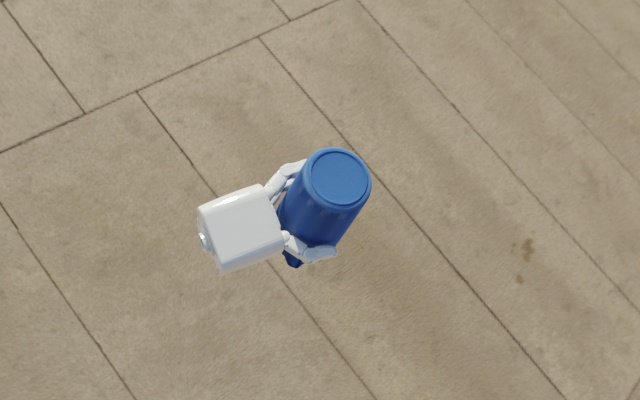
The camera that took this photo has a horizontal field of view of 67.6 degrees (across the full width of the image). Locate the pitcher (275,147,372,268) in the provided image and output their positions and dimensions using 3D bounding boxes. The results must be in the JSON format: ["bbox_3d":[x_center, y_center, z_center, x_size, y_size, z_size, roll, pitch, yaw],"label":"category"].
[{"bbox_3d":[0.000,0.003,0.804,0.145,0.149,0.243,-20,-16,-22],"label":"pitcher"}]
